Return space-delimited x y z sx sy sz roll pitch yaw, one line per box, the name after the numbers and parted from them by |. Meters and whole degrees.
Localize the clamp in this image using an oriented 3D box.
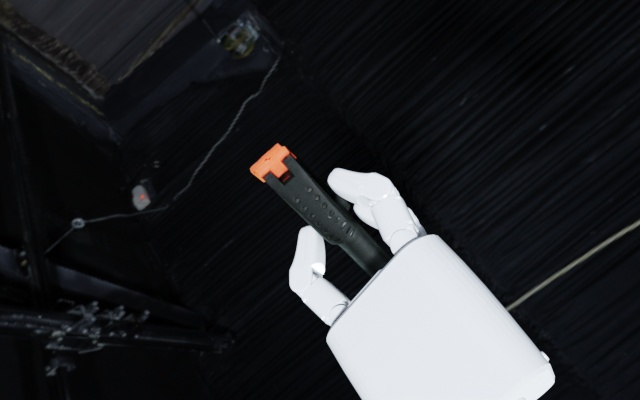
-0.001 0.002 0.415 0.164 0.036 0.210 50 5 37 | clamp
